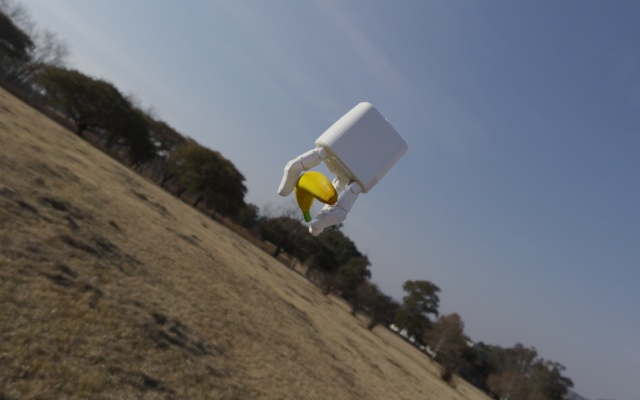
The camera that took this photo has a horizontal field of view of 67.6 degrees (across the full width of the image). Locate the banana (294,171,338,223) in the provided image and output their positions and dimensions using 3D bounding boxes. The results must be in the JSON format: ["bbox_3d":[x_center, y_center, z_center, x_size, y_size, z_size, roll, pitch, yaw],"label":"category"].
[{"bbox_3d":[-0.010,-0.013,0.744,0.037,0.069,0.198,-30,-3,-14],"label":"banana"}]
